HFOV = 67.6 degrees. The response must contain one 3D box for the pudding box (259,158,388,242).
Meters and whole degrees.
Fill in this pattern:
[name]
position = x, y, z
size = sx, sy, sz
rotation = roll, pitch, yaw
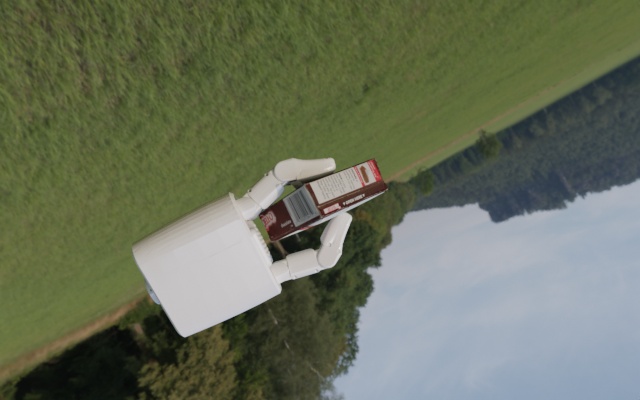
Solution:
[pudding box]
position = 0.000, 0.002, 0.491
size = 0.090, 0.039, 0.113
rotation = -23, -2, -34
